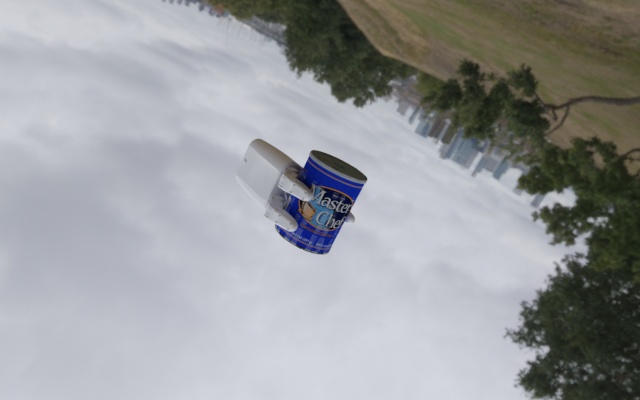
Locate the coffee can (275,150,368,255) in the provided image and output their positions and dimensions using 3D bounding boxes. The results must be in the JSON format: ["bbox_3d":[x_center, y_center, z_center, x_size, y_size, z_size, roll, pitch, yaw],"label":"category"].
[{"bbox_3d":[0.000,0.003,0.782,0.103,0.140,0.102,25,15,-7],"label":"coffee can"}]
